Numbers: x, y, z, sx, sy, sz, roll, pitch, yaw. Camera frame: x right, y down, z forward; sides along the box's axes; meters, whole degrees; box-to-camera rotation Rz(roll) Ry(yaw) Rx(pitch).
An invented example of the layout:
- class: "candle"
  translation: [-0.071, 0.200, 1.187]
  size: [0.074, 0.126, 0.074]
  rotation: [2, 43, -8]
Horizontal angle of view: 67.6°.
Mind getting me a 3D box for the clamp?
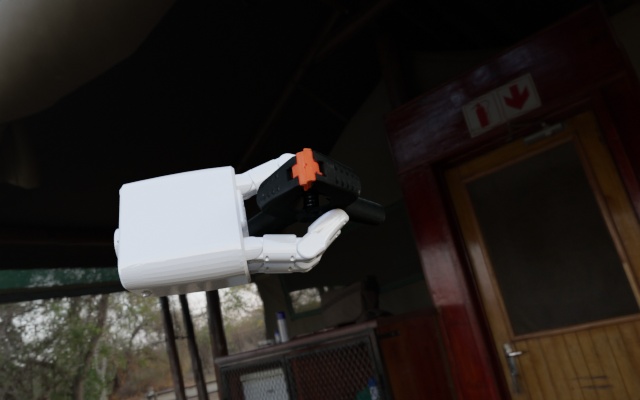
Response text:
- class: "clamp"
  translation: [0.000, 0.001, 0.466]
  size: [0.164, 0.036, 0.210]
  rotation: [-7, -16, -8]
